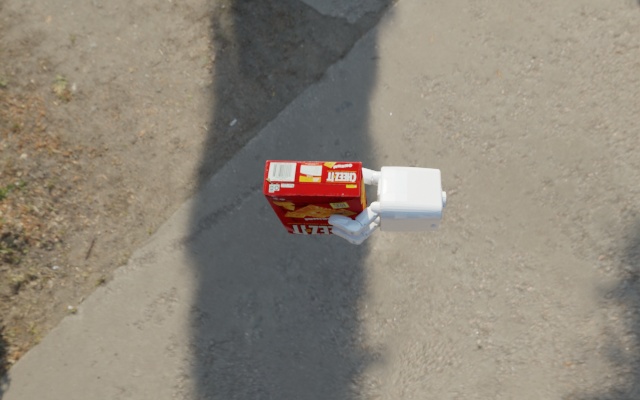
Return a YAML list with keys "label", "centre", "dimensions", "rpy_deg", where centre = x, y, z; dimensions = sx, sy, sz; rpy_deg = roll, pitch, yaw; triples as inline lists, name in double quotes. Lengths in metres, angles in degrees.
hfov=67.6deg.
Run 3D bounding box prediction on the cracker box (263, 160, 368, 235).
- label: "cracker box"
  centre: [0.000, 0.003, 0.875]
  dimensions: [0.164, 0.072, 0.214]
  rpy_deg: [1, -22, 9]
